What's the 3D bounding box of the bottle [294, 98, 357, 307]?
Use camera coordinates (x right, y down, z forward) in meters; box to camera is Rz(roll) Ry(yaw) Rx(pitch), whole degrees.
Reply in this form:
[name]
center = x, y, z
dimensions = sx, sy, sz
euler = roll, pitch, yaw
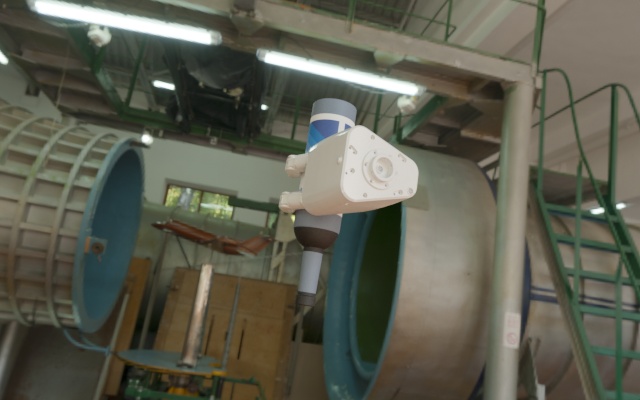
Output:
[bottle]
center = 0.000, 0.002, 0.688
dimensions = 0.069, 0.295, 0.069
euler = 8, -13, 2
